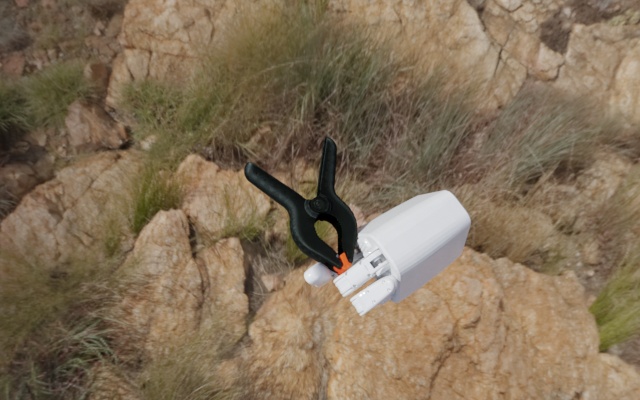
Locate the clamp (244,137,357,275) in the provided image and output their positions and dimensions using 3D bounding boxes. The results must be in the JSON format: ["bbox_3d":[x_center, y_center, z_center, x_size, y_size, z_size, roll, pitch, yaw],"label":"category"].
[{"bbox_3d":[0.000,0.002,0.569,0.120,0.171,0.039,-31,-11,-15],"label":"clamp"}]
